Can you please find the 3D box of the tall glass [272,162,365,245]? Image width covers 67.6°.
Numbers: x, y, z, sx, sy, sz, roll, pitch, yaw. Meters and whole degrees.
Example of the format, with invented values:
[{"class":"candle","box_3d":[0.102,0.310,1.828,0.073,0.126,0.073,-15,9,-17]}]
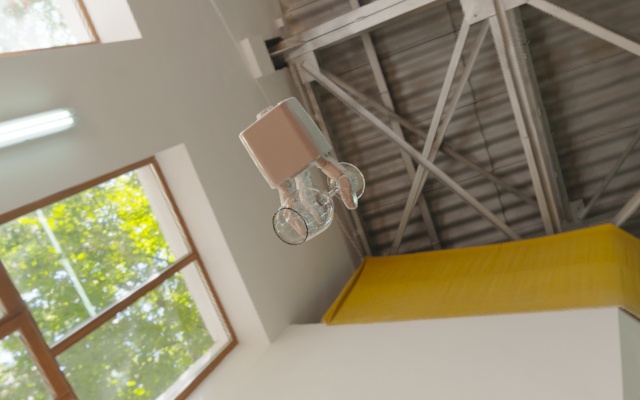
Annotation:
[{"class":"tall glass","box_3d":[0.001,0.002,0.787,0.079,0.079,0.201,0,22,30]}]
